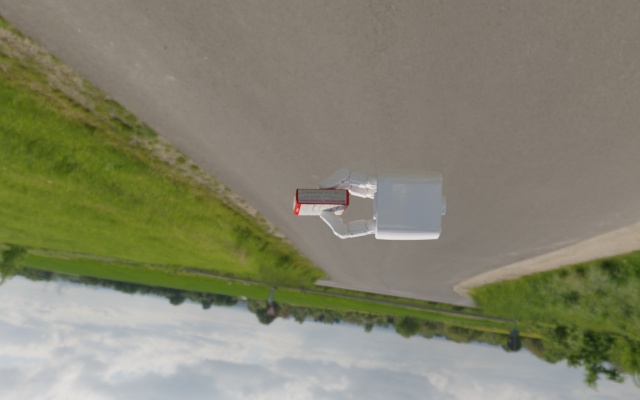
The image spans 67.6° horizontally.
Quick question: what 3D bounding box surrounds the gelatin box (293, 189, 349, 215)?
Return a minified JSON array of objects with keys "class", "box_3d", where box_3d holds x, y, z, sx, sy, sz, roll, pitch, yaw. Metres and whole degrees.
[{"class":"gelatin box","box_3d":[0.000,0.003,0.816,0.089,0.030,0.073,0,-16,-7]}]
